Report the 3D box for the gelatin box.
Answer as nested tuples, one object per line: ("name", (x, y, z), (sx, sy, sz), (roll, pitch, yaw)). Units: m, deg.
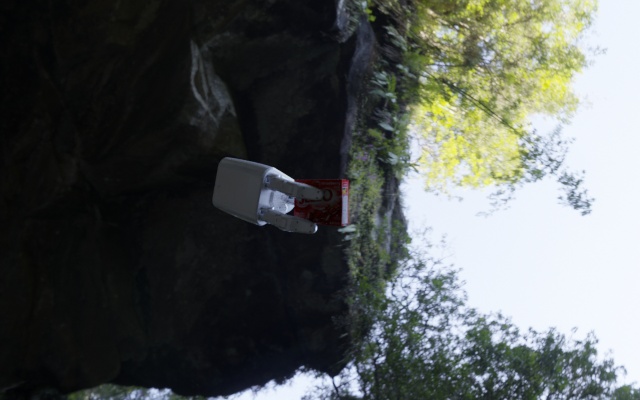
("gelatin box", (0.001, 0.003, 0.764), (0.089, 0.073, 0.030), (1, 2, 28))
